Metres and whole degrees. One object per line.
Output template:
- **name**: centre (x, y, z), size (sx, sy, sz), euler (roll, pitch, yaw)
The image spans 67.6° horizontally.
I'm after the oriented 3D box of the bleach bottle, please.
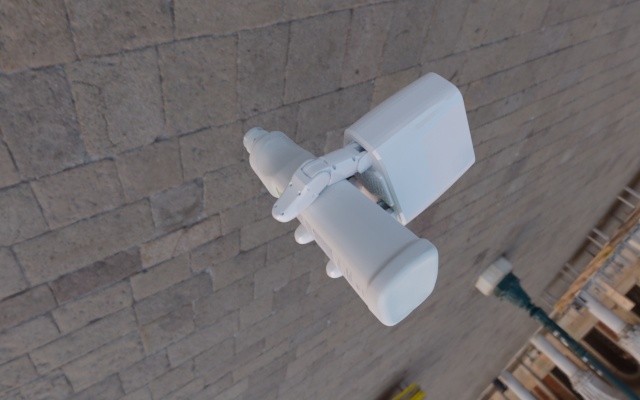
- **bleach bottle**: centre (0.000, 0.002, 0.461), size (0.068, 0.250, 0.103), euler (-38, -32, -12)
